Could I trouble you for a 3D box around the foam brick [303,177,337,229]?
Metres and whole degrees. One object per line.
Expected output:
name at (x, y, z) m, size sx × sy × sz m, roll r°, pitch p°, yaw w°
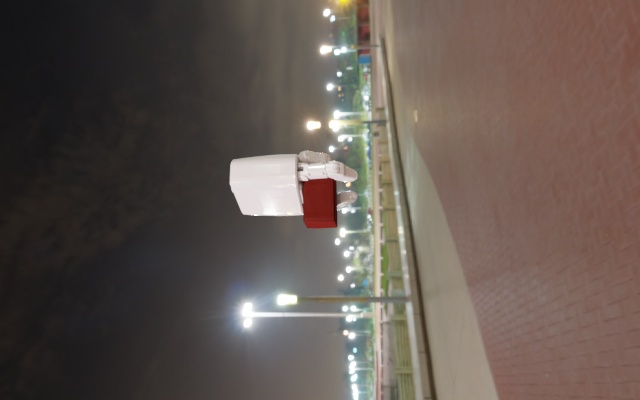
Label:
foam brick at (0.000, 0.003, 0.762) m, size 0.051 × 0.078 × 0.053 m, roll -2°, pitch -17°, yaw 4°
